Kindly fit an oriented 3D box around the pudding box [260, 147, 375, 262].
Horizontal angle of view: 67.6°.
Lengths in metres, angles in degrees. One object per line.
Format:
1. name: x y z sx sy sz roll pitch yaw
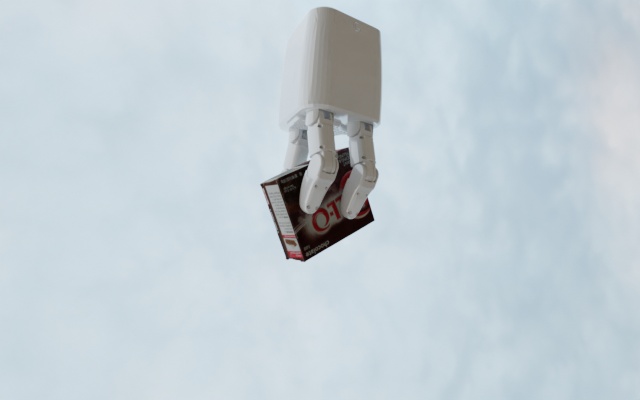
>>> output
1. pudding box: 0.000 0.002 0.512 0.113 0.090 0.039 -26 13 -35
